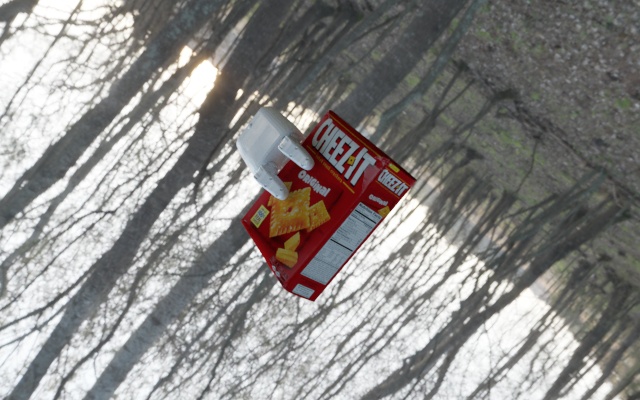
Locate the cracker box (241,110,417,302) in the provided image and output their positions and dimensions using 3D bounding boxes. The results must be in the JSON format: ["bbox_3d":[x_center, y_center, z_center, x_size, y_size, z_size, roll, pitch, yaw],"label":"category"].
[{"bbox_3d":[0.000,0.002,0.655,0.072,0.214,0.164,31,13,-41],"label":"cracker box"}]
